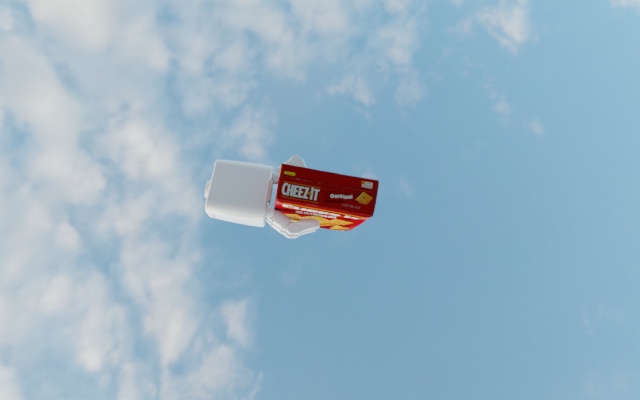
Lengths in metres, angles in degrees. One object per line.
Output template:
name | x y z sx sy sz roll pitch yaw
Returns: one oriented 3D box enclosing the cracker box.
cracker box | 0.000 0.003 0.871 0.164 0.072 0.214 9 -10 -5
